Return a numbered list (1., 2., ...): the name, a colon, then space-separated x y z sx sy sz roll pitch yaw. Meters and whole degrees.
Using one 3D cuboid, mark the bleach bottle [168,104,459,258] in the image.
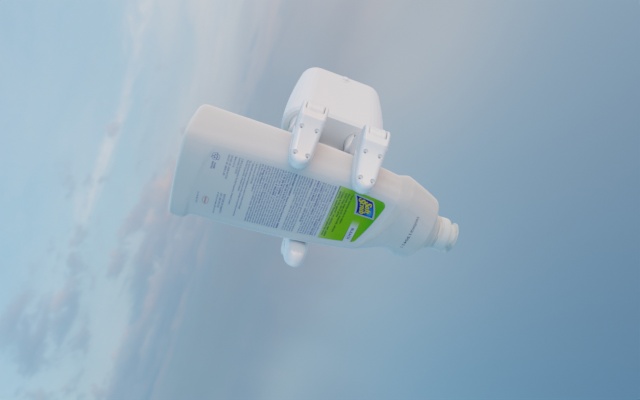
1. bleach bottle: 0.000 0.001 0.430 0.251 0.103 0.068 19 36 -7
